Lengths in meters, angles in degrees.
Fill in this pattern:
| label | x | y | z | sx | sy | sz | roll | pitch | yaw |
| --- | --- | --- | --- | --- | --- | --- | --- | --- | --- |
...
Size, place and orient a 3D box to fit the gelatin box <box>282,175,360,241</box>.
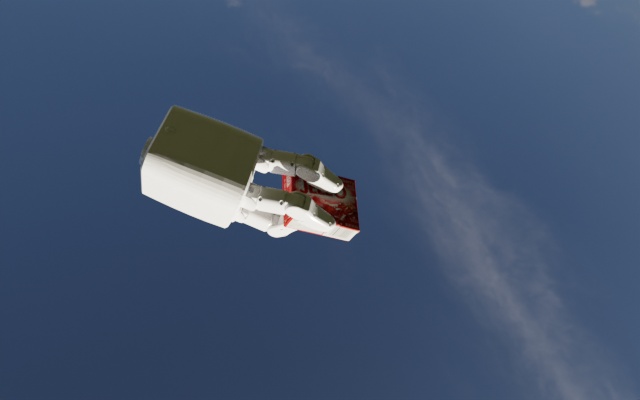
| label | x | y | z | sx | sy | sz | roll | pitch | yaw |
| --- | --- | --- | --- | --- | --- | --- | --- | --- | --- |
| gelatin box | 0.000 | 0.002 | 0.559 | 0.089 | 0.073 | 0.030 | 14 | -37 | -24 |
